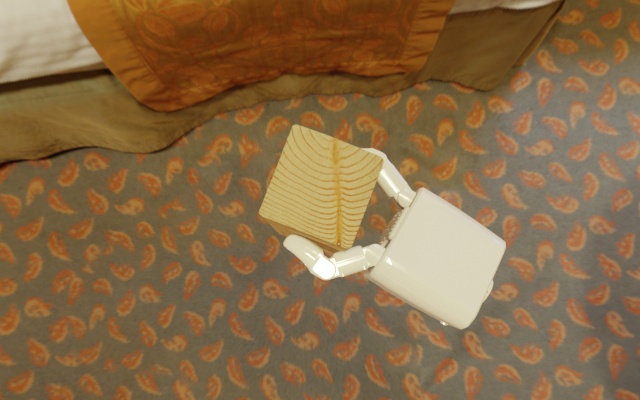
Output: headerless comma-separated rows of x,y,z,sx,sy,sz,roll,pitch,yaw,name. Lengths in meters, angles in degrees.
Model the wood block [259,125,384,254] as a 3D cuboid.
0.001,0.002,0.522,0.090,0.091,0.206,21,-8,2,wood block
